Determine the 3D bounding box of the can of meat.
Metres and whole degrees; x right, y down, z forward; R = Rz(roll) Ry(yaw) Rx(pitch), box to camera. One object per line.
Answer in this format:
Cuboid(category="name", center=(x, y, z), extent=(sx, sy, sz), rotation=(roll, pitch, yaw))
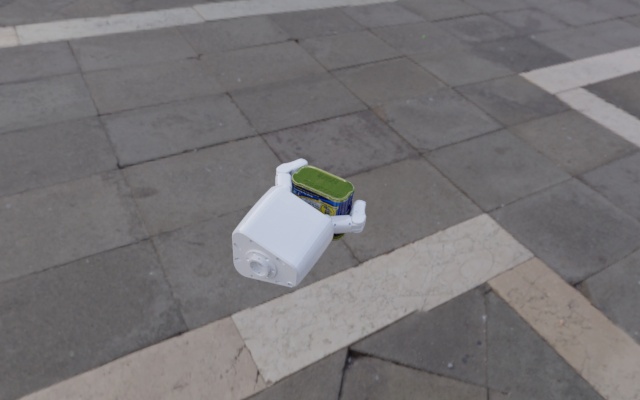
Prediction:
Cuboid(category="can of meat", center=(0.000, 0.002, 0.748), extent=(0.102, 0.084, 0.057), rotation=(23, 44, 18))
